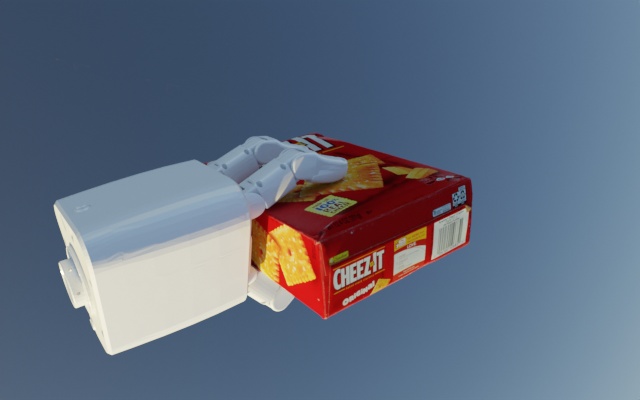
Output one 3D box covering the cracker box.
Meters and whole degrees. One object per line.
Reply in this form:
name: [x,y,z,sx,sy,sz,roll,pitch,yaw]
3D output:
cracker box: [0.000,0.002,0.434,0.164,0.072,0.213,-20,28,-33]
